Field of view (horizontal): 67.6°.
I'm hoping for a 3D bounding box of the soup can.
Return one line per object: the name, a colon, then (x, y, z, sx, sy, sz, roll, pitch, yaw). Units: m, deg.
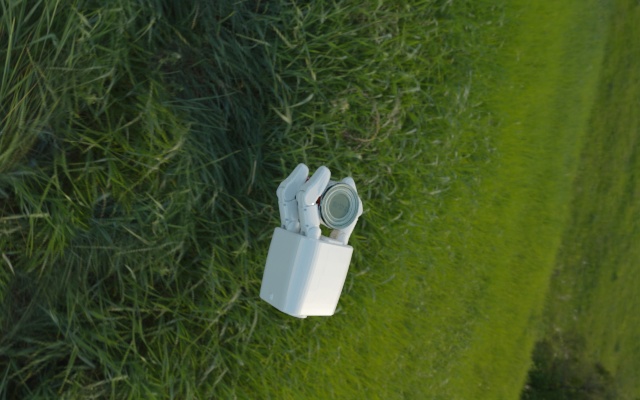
soup can: (0.000, 0.002, 0.698, 0.068, 0.068, 0.102, 0, 7, -34)
